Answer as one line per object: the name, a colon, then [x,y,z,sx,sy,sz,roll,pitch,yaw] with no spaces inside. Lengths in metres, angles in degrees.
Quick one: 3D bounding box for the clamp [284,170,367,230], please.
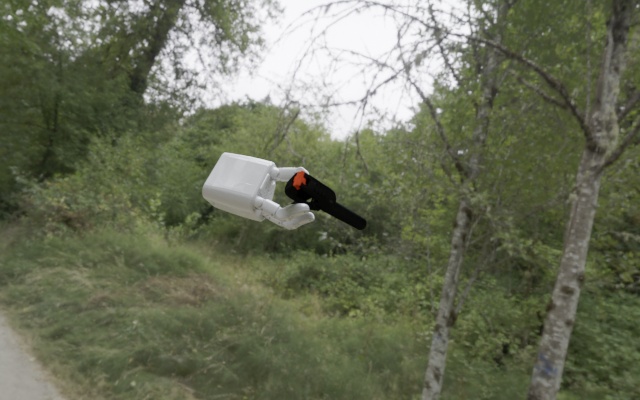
clamp: [0.000,0.002,0.875,0.164,0.036,0.210,13,-17,13]
